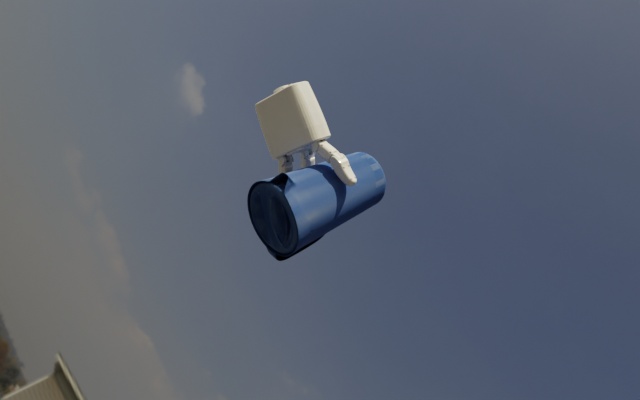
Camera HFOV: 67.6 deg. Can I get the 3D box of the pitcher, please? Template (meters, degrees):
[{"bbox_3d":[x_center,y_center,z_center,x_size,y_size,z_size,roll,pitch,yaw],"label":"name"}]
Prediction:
[{"bbox_3d":[0.000,0.003,0.857,0.243,0.145,0.149,-23,2,-38],"label":"pitcher"}]
